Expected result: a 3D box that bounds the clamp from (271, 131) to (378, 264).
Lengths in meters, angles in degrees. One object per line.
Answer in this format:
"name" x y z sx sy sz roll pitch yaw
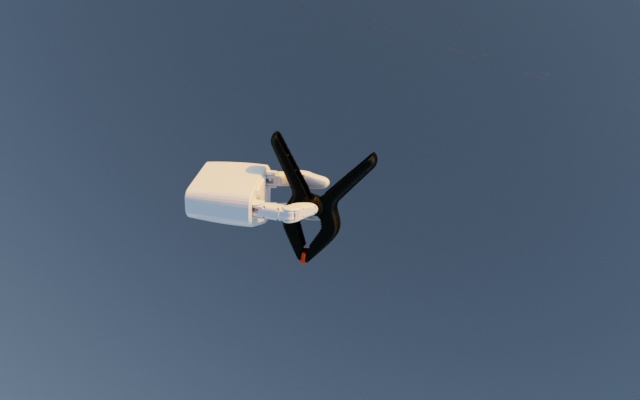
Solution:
"clamp" 0.000 0.003 0.746 0.164 0.210 0.036 7 19 11
